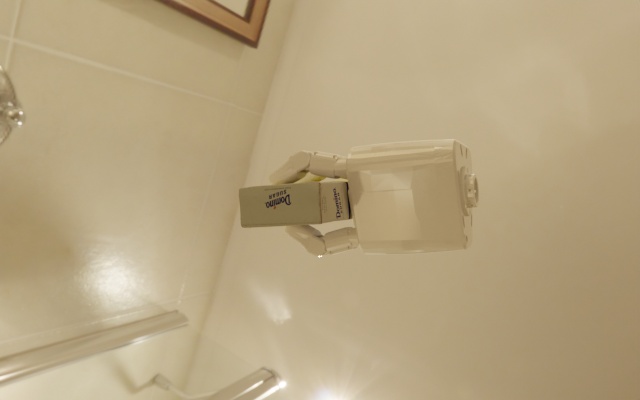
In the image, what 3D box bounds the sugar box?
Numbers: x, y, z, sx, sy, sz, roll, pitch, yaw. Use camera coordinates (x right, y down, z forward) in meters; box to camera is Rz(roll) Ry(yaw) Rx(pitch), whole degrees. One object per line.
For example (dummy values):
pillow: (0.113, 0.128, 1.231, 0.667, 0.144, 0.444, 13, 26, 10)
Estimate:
sugar box: (0.000, 0.001, 0.525, 0.093, 0.048, 0.176, -4, -2, 27)
